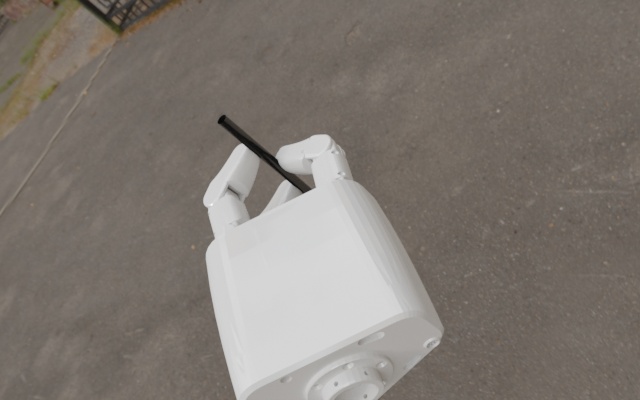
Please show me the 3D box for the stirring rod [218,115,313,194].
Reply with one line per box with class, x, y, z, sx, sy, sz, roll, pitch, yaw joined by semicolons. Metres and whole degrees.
stirring rod;0.000;0.001;0.414;0.011;0.011;0.240;0;-29;41
